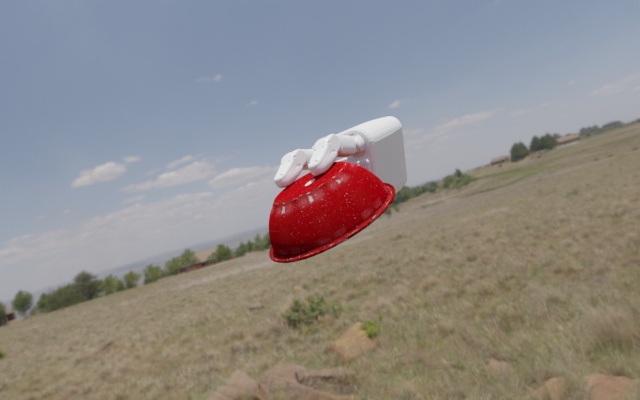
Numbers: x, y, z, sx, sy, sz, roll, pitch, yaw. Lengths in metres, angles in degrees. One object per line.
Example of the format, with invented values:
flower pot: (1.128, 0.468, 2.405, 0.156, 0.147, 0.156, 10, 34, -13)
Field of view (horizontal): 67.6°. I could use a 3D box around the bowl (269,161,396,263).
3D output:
bowl: (0.000, 0.002, 0.536, 0.162, 0.055, 0.162, -27, 15, 8)
